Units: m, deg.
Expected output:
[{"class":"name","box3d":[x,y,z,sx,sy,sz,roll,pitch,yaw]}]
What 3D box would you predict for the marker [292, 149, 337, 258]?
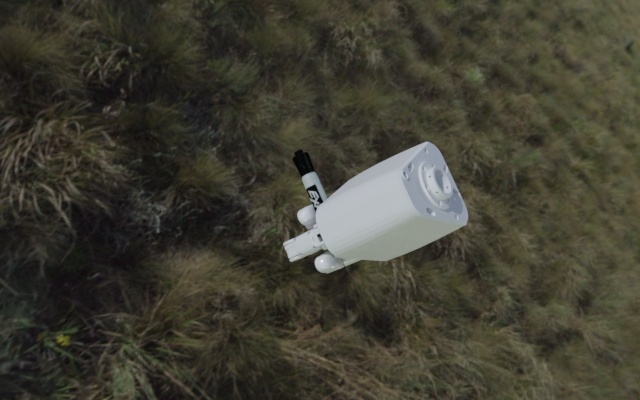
[{"class":"marker","box3d":[0.000,0.002,0.507,0.020,0.121,0.020,-23,-7,-3]}]
